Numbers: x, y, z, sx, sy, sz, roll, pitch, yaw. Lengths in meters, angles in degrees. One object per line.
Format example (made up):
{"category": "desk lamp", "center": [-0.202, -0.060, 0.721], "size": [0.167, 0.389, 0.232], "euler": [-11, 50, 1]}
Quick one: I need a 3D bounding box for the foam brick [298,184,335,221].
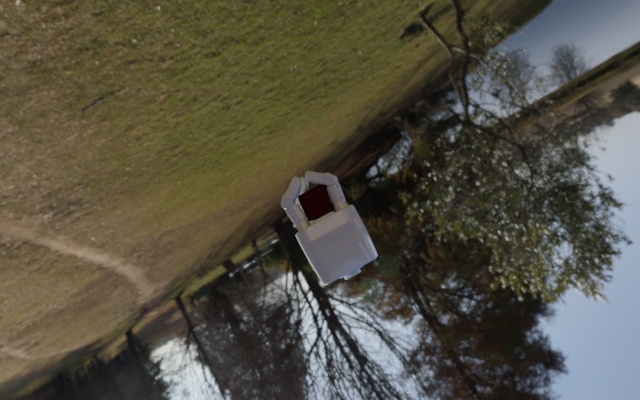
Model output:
{"category": "foam brick", "center": [0.000, 0.003, 0.887], "size": [0.053, 0.051, 0.078], "euler": [-28, -5, 17]}
